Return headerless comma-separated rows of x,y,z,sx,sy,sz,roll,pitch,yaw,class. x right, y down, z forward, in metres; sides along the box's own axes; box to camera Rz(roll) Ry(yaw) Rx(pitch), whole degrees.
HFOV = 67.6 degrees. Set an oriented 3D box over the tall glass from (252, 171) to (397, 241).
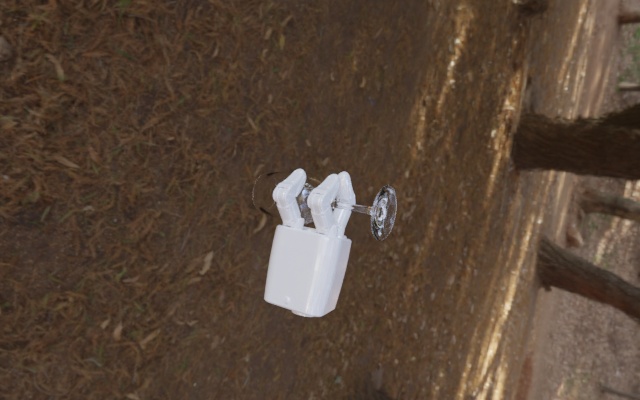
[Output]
0.001,0.002,0.674,0.201,0.079,0.079,10,5,31,tall glass
